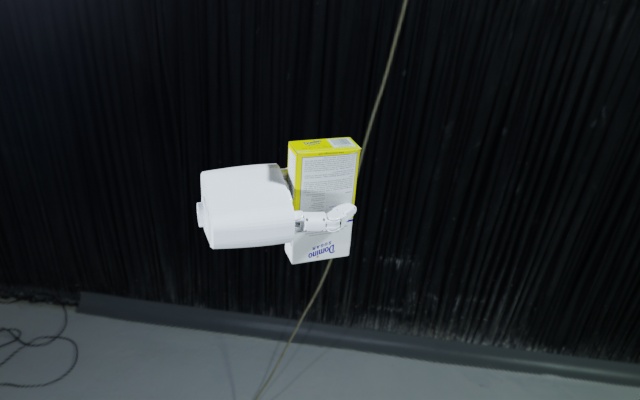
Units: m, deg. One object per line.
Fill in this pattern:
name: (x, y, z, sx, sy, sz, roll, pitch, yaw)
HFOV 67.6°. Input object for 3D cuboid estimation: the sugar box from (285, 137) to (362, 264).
sugar box: (0.000, 0.002, 0.674, 0.093, 0.176, 0.048, -6, 33, -19)
